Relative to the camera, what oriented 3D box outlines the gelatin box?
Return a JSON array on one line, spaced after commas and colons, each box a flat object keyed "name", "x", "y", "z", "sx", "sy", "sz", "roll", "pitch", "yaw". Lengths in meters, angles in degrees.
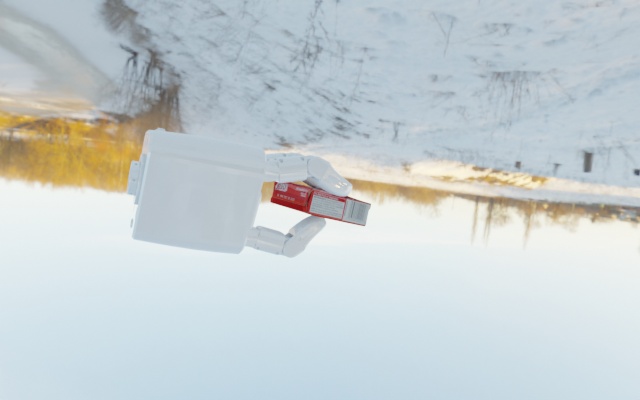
[{"name": "gelatin box", "x": 0.000, "y": 0.002, "z": 0.538, "sx": 0.089, "sy": 0.030, "sz": 0.073, "roll": 14, "pitch": 1, "yaw": -38}]
